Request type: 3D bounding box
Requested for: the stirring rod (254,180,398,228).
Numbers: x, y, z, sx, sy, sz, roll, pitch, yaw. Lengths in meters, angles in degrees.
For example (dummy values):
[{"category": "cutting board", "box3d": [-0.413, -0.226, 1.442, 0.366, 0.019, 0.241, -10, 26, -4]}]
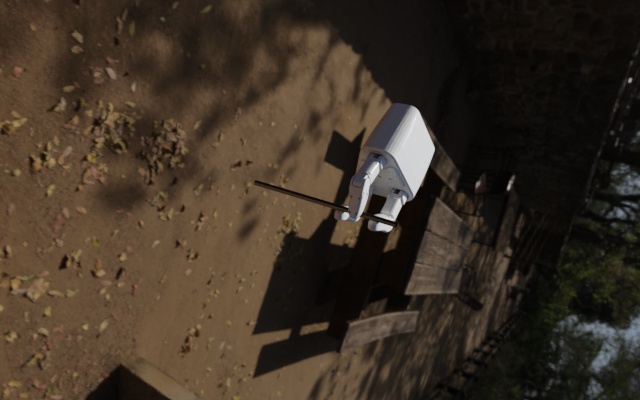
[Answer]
[{"category": "stirring rod", "box3d": [0.000, 0.002, 0.701, 0.239, 0.011, 0.011, 17, 8, 27]}]
